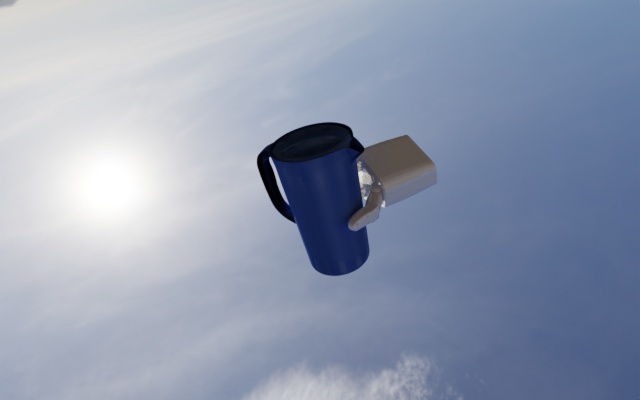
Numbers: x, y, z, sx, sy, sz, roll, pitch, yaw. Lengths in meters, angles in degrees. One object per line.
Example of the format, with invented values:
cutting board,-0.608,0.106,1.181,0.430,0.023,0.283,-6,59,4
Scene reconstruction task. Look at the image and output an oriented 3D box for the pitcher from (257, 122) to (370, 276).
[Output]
pitcher,0.000,0.003,0.795,0.145,0.243,0.149,-23,32,-14
